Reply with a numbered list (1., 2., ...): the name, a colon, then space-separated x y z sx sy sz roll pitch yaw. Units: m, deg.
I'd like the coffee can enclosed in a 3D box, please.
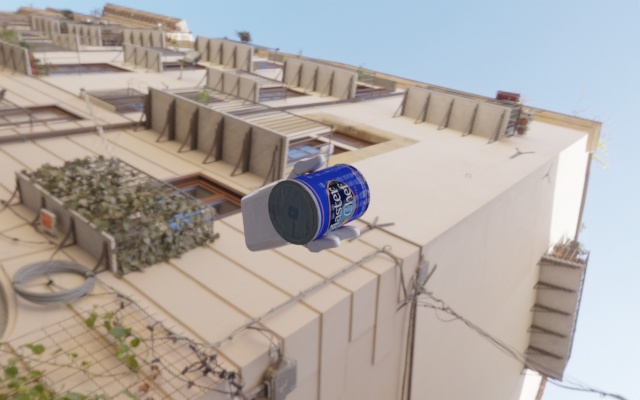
1. coffee can: 0.000 0.002 0.773 0.103 0.103 0.140 0 14 40
